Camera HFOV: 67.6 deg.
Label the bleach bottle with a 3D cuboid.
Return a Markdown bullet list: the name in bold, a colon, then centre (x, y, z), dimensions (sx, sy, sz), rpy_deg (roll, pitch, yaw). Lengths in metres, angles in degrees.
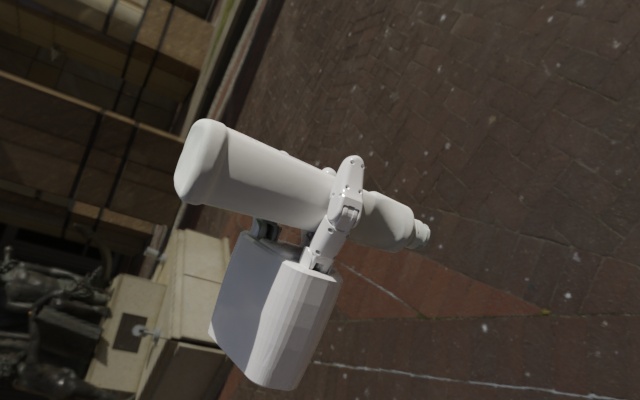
- **bleach bottle**: centre (0.000, 0.001, 0.438), dimensions (0.251, 0.068, 0.102), rpy_deg (19, 3, -24)
